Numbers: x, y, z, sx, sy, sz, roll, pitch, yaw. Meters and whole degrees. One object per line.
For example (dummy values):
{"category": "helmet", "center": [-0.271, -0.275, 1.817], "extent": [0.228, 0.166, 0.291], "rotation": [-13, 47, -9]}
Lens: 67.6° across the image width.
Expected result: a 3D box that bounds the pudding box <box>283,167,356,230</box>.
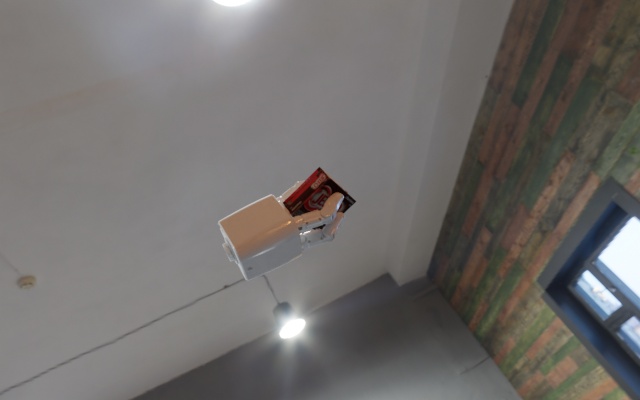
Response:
{"category": "pudding box", "center": [0.000, 0.003, 0.832], "extent": [0.039, 0.090, 0.113], "rotation": [51, 8, 32]}
